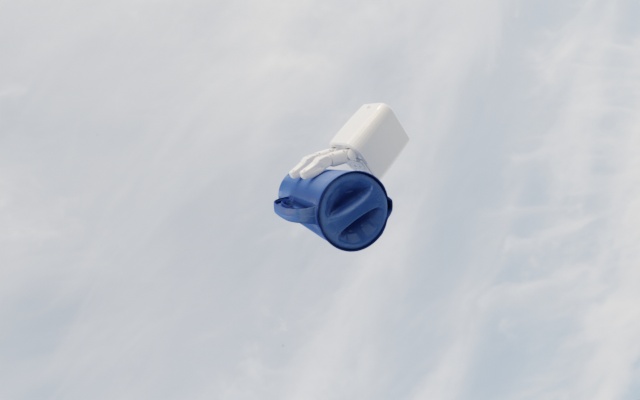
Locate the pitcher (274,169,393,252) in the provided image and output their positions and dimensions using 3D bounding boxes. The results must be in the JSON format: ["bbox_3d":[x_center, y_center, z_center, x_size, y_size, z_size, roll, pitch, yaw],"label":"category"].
[{"bbox_3d":[0.000,0.003,0.868,0.149,0.145,0.243,42,-10,-24],"label":"pitcher"}]
